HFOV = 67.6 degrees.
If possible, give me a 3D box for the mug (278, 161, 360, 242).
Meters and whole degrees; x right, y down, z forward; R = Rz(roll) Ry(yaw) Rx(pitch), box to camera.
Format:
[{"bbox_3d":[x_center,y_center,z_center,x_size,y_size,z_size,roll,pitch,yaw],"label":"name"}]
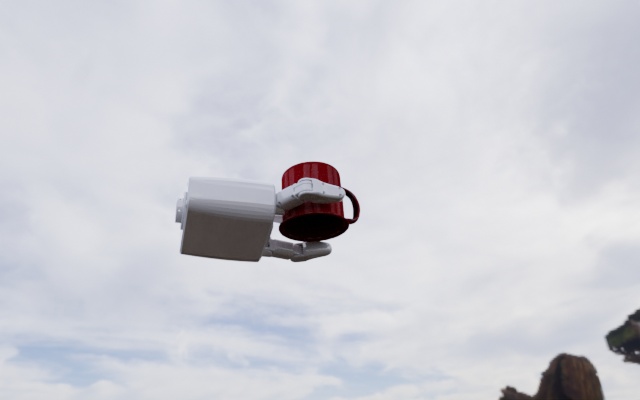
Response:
[{"bbox_3d":[0.001,0.002,0.646,0.117,0.081,0.093,6,-29,-20],"label":"mug"}]
